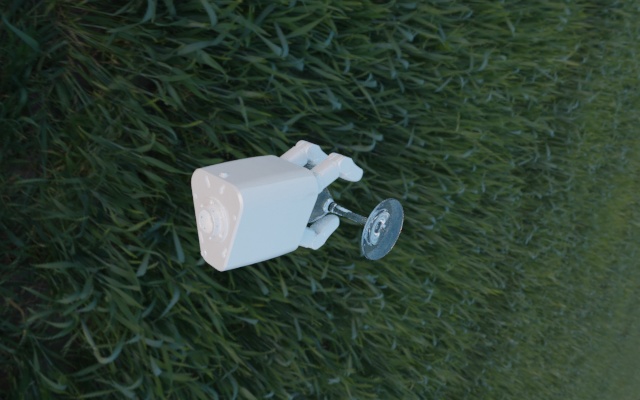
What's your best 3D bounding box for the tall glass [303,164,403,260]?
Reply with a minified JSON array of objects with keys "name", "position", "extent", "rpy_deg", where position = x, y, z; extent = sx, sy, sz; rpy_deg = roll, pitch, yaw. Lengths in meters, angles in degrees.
[{"name":"tall glass","position":[0.001,0.002,0.600],"extent":[0.201,0.079,0.079],"rpy_deg":[24,15,39]}]
